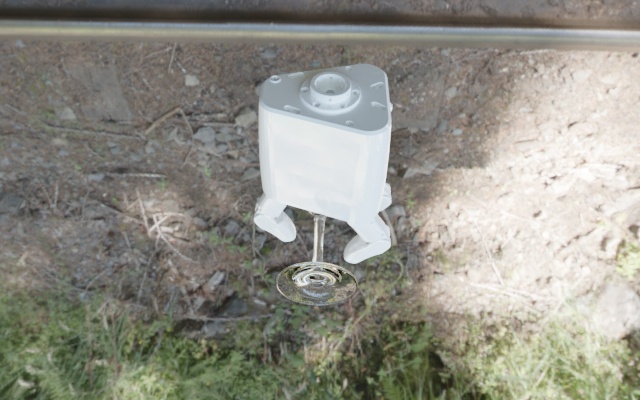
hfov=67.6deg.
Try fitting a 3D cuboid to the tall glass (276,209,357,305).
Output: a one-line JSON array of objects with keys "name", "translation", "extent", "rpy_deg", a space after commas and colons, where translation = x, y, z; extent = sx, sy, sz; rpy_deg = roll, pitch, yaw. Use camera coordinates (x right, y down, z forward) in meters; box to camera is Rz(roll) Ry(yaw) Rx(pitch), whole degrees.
[{"name": "tall glass", "translation": [0.000, 0.002, 0.499], "extent": [0.079, 0.200, 0.079], "rpy_deg": [2, -40, 1]}]
